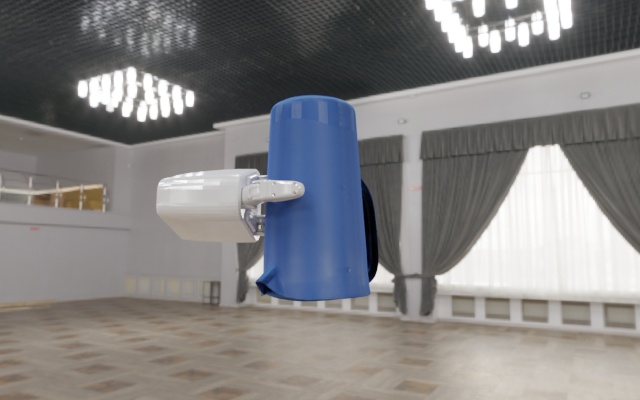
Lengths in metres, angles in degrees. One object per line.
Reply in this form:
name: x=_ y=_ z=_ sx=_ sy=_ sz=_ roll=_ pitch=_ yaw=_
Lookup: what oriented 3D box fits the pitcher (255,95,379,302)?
pitcher: x=0.000 y=0.002 z=0.599 sx=0.145 sy=0.243 sz=0.149 roll=-1 pitch=-6 yaw=5
